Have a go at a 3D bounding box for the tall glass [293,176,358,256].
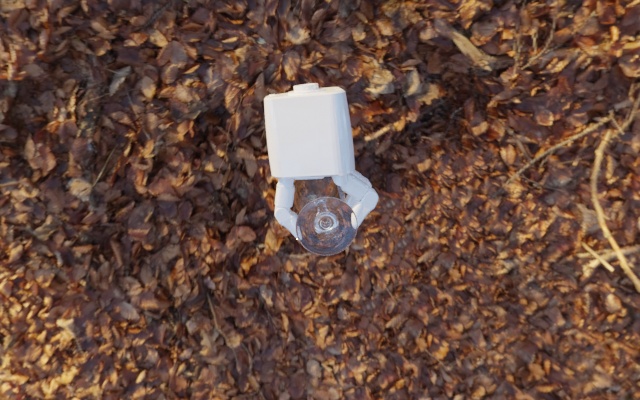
[{"bbox_3d":[0.000,0.003,0.662,0.079,0.079,0.201,0,17,-4],"label":"tall glass"}]
